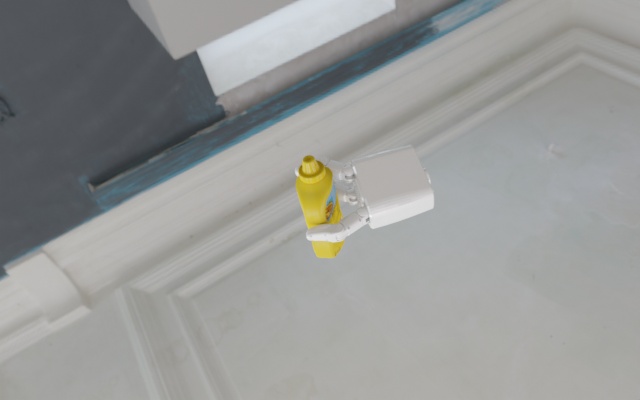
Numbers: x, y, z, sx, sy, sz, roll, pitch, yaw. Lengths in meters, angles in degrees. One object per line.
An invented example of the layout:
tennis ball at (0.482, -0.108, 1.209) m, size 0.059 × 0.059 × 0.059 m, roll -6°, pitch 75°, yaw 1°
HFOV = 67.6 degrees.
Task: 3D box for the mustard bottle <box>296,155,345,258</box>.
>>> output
mustard bottle at (0.000, 0.003, 0.772) m, size 0.058 × 0.096 × 0.192 m, roll 1°, pitch -41°, yaw 15°
